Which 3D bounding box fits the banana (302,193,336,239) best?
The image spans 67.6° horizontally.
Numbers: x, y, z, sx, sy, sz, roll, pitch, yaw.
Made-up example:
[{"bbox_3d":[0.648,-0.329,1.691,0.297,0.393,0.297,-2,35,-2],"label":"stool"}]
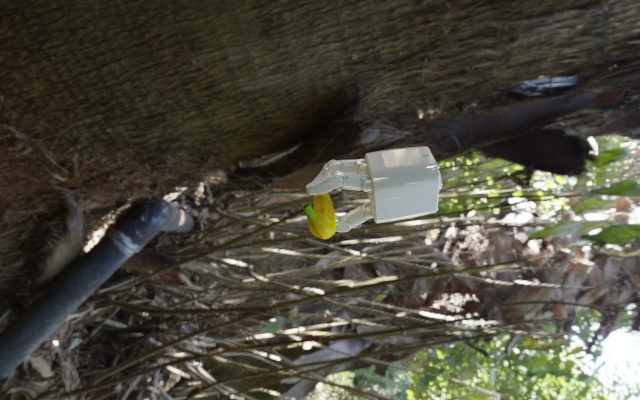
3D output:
[{"bbox_3d":[0.004,0.021,0.758,0.037,0.069,0.198,-11,7,5],"label":"banana"}]
